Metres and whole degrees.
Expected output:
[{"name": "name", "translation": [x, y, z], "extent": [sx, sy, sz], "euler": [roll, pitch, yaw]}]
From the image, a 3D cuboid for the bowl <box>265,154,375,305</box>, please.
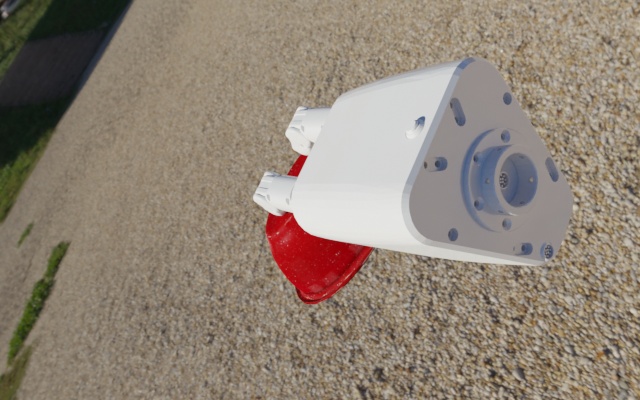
[{"name": "bowl", "translation": [-0.001, 0.001, 0.401], "extent": [0.055, 0.162, 0.162], "euler": [29, -9, -17]}]
